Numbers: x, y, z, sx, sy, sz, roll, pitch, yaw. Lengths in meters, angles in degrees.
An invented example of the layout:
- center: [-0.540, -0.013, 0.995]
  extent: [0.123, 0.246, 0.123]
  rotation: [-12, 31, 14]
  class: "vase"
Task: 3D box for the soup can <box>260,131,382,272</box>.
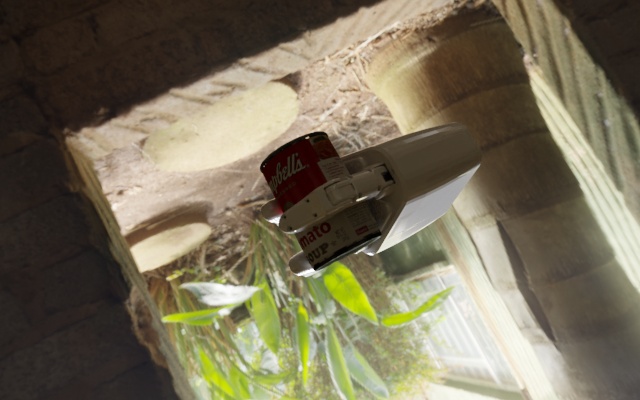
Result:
- center: [0.000, 0.002, 0.413]
  extent: [0.068, 0.102, 0.068]
  rotation: [-27, -10, -5]
  class: "soup can"
